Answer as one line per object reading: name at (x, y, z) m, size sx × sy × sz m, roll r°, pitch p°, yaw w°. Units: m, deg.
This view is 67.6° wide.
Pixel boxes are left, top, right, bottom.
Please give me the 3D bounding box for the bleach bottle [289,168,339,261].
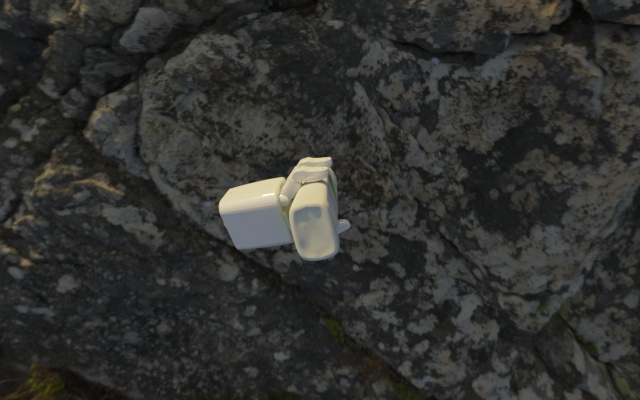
bleach bottle at (0.000, 0.003, 0.835) m, size 0.068 × 0.103 × 0.250 m, roll -11°, pitch 19°, yaw 9°
